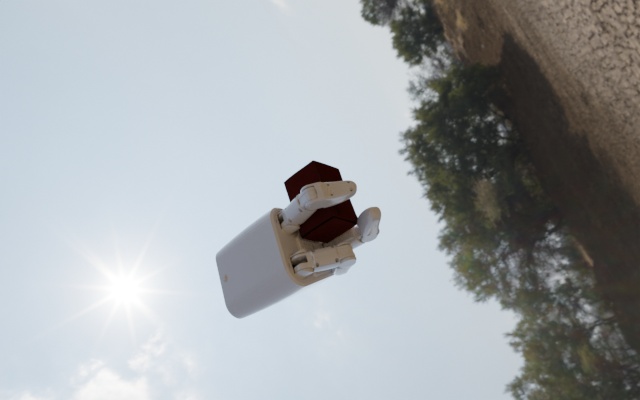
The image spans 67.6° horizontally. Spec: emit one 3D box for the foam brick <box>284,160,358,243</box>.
[{"bbox_3d":[0.000,0.002,0.558,0.051,0.078,0.053,-34,-30,28],"label":"foam brick"}]
